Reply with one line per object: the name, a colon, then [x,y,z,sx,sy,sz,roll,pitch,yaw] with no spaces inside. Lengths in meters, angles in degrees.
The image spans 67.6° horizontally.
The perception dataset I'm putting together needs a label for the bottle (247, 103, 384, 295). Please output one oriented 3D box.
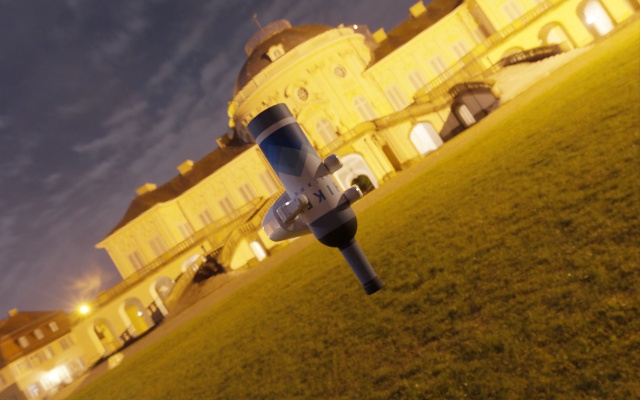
bottle: [0.000,0.002,0.680,0.069,0.295,0.069,-32,-3,-2]
